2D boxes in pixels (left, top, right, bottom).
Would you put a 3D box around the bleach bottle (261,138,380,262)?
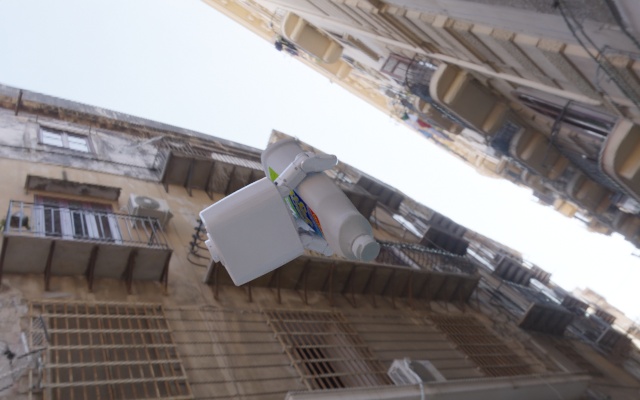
[{"bbox_3d":[0.000,0.002,0.670,0.068,0.103,0.250,-28,37,-15],"label":"bleach bottle"}]
